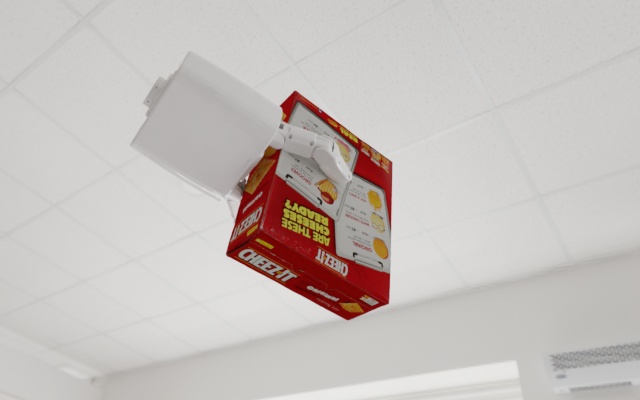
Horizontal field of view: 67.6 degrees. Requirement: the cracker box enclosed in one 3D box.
[{"bbox_3d":[0.000,0.002,0.537,0.164,0.213,0.072,33,-47,-24],"label":"cracker box"}]
